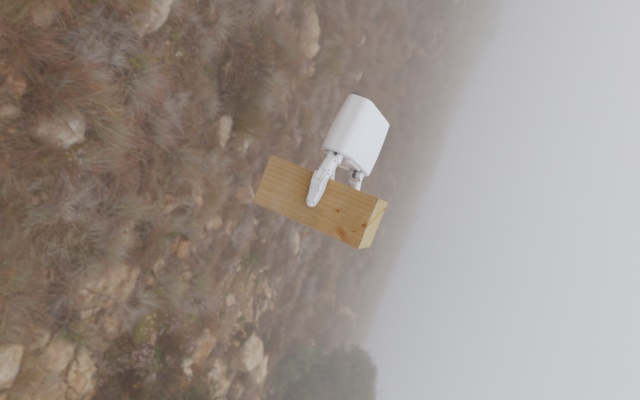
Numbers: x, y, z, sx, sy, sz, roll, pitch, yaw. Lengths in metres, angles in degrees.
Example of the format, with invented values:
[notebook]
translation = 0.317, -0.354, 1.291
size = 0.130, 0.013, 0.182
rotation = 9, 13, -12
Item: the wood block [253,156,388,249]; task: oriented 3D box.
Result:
[wood block]
translation = 0.000, 0.002, 0.841
size = 0.206, 0.090, 0.091
rotation = 23, 3, 18
